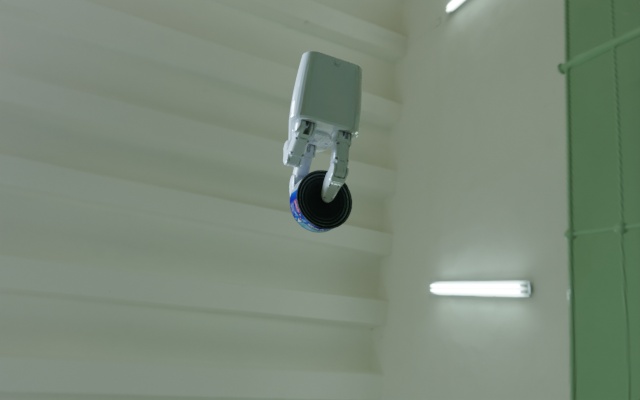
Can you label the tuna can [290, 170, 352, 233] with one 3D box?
[{"bbox_3d":[0.000,0.002,0.683,0.086,0.086,0.034,0,-15,-25],"label":"tuna can"}]
